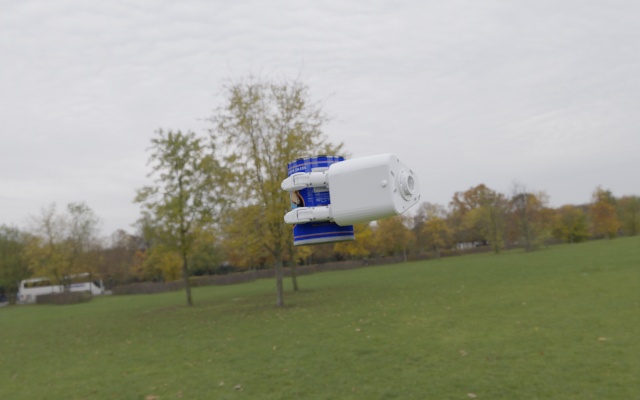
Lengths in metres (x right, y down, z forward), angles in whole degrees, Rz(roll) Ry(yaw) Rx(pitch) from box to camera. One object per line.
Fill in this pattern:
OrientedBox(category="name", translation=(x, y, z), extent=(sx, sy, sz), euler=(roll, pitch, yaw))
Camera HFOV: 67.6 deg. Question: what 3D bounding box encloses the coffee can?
OrientedBox(category="coffee can", translation=(0.000, 0.003, 0.809), extent=(0.103, 0.140, 0.103), euler=(-6, -7, -1))
